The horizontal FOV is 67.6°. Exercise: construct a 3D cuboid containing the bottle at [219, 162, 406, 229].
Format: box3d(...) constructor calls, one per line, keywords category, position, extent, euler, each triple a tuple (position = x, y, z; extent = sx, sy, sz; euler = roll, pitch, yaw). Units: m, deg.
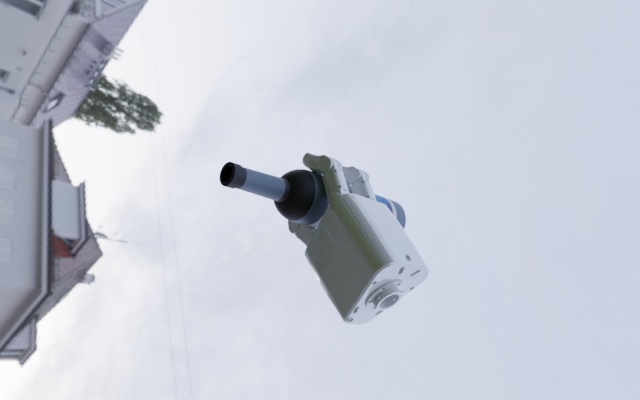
box3d(category="bottle", position=(0.000, 0.002, 0.613), extent=(0.069, 0.069, 0.296), euler=(0, -12, 44))
